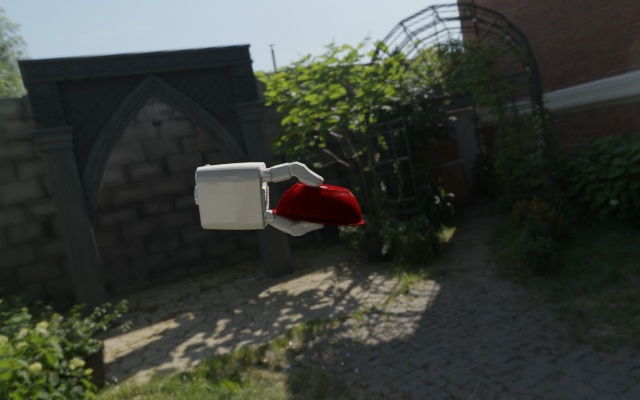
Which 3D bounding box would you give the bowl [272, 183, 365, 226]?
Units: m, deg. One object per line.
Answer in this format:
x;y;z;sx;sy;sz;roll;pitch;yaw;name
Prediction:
0.001;0.002;0.818;0.162;0.055;0.162;7;6;-1;bowl
